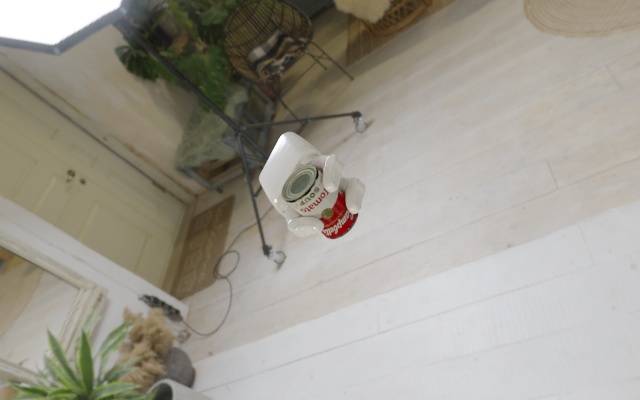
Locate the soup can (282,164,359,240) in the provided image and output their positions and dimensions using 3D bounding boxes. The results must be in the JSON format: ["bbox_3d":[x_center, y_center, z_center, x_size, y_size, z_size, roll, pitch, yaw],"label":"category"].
[{"bbox_3d":[0.000,0.002,0.704,0.068,0.068,0.102,0,-34,47],"label":"soup can"}]
